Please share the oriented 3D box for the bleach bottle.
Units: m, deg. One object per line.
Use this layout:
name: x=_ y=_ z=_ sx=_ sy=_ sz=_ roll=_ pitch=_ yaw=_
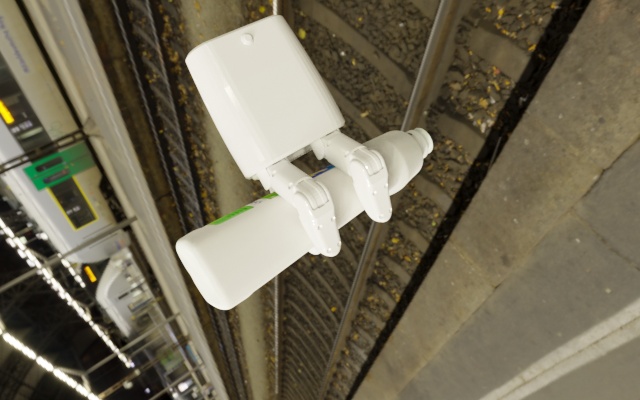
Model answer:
bleach bottle: x=0.000 y=0.001 z=0.433 sx=0.251 sy=0.068 sz=0.102 roll=-31 pitch=6 yaw=-24
